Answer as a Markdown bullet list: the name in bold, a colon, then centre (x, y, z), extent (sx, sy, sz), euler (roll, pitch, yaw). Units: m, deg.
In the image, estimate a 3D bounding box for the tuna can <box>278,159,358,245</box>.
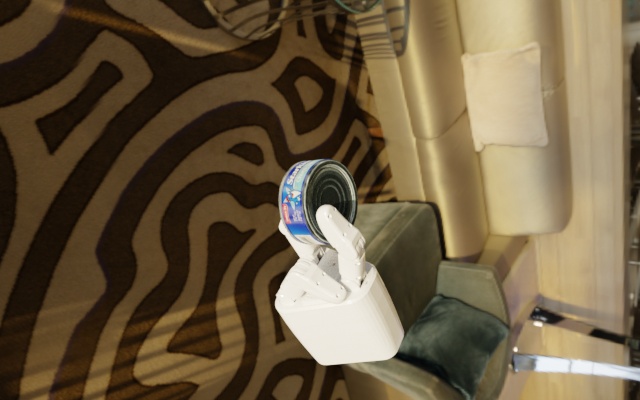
- **tuna can**: centre (0.000, 0.001, 0.478), extent (0.034, 0.086, 0.086), euler (-2, -2, 41)
